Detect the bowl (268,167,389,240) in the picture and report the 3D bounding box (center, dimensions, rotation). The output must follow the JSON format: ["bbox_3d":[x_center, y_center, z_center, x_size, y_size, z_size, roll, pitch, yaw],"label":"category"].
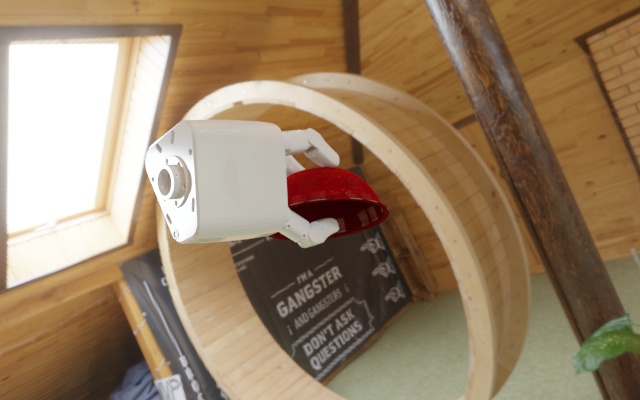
[{"bbox_3d":[0.001,0.002,0.585,0.162,0.055,0.162,-5,-20,-2],"label":"bowl"}]
